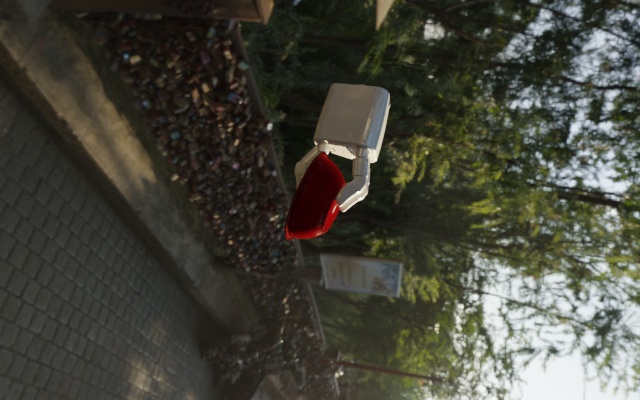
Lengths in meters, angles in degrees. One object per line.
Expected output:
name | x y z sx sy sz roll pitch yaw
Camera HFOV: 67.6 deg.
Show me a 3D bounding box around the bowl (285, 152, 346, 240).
bowl | 0.000 0.004 0.804 0.055 0.162 0.162 24 5 11
